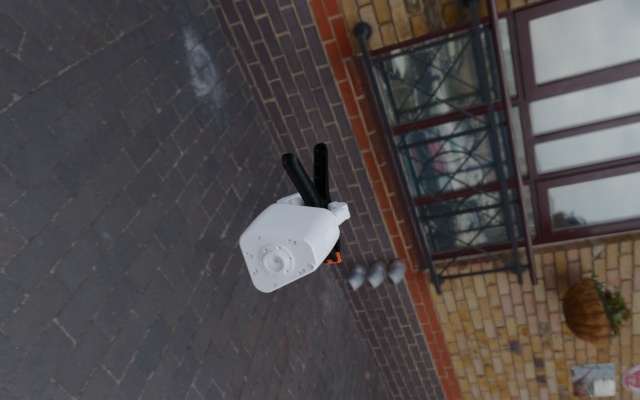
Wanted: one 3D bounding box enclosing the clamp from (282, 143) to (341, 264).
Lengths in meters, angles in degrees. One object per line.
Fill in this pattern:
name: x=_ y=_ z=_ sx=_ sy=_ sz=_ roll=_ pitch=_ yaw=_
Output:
clamp: x=0.001 y=0.003 z=0.809 sx=0.036 sy=0.210 sz=0.164 roll=-10 pitch=16 yaw=22
